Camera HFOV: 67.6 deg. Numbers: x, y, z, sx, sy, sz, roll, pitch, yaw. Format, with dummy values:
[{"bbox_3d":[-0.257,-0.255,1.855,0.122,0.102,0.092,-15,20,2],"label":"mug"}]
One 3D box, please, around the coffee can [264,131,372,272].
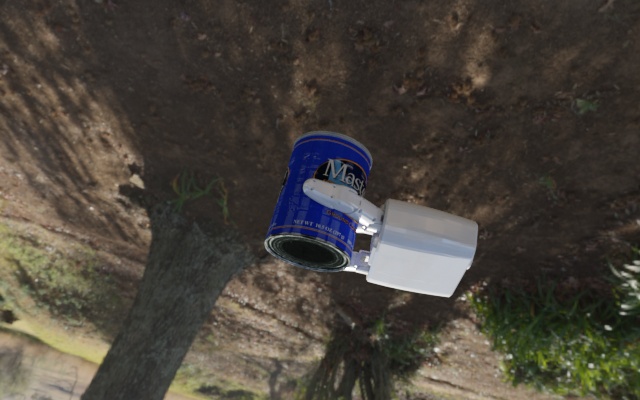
[{"bbox_3d":[0.000,0.002,0.578,0.103,0.140,0.103,12,-27,6],"label":"coffee can"}]
